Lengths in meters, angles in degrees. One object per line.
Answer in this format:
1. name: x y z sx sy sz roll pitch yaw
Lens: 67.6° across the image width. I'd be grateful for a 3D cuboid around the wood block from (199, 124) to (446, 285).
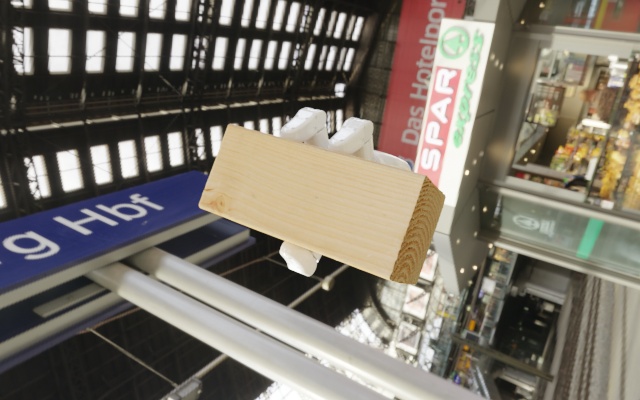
1. wood block: 0.000 0.002 0.459 0.206 0.091 0.090 18 -3 27
